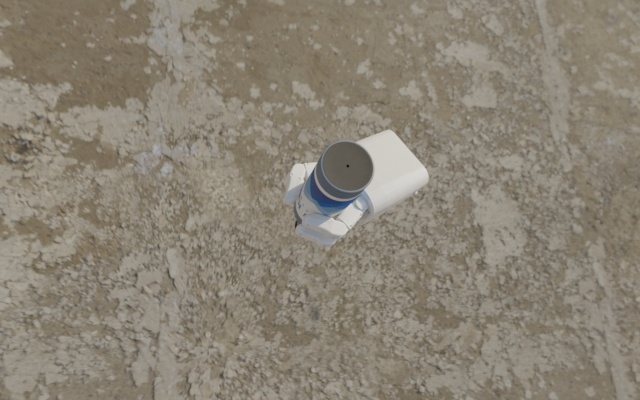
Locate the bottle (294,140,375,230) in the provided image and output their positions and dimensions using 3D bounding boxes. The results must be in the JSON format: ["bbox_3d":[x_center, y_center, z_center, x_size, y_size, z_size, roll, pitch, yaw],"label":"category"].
[{"bbox_3d":[0.000,0.002,0.695,0.069,0.069,0.296,0,-17,-13],"label":"bottle"}]
